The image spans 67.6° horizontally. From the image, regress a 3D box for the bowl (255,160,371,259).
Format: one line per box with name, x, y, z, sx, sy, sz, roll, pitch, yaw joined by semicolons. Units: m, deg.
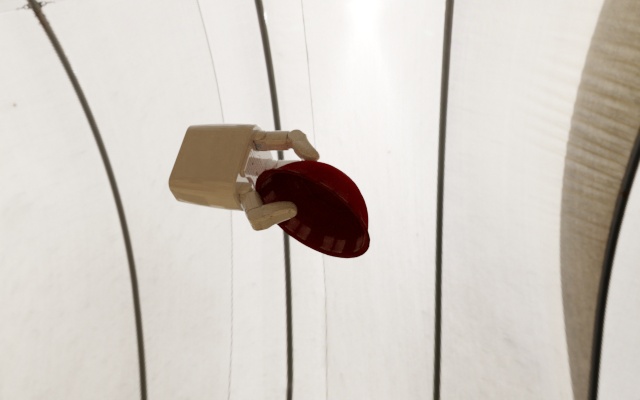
bowl;0.001;0.002;0.598;0.162;0.055;0.162;25;-31;16
